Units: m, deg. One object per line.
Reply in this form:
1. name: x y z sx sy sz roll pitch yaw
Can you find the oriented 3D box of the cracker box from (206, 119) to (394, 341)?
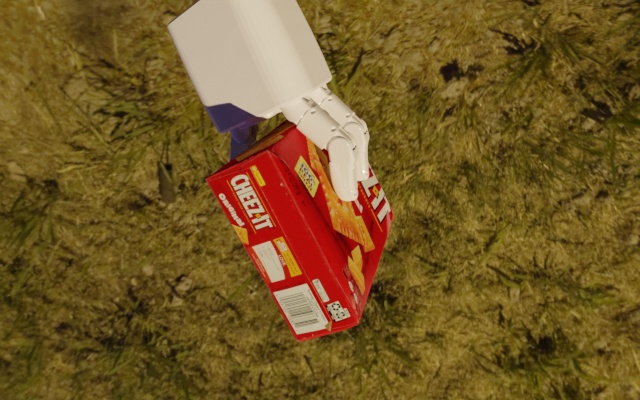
1. cracker box: 0.000 0.002 0.469 0.072 0.164 0.213 -21 15 24
